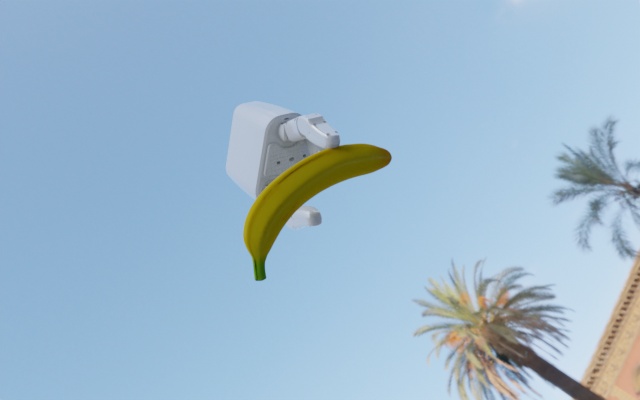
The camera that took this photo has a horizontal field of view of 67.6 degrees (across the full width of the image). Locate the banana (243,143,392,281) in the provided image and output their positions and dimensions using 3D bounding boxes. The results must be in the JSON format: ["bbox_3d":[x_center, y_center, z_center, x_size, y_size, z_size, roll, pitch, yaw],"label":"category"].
[{"bbox_3d":[-0.010,-0.009,0.485,0.197,0.070,0.037,-41,37,-15],"label":"banana"}]
